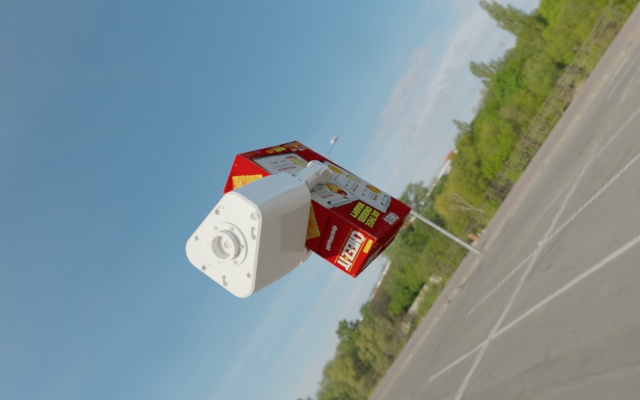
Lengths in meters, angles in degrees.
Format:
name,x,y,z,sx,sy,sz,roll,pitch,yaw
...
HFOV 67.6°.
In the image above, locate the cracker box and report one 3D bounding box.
name,x,y,z,sx,sy,sz,roll,pitch,yaw
cracker box,0.000,0.002,0.665,0.213,0.072,0.164,32,24,16
